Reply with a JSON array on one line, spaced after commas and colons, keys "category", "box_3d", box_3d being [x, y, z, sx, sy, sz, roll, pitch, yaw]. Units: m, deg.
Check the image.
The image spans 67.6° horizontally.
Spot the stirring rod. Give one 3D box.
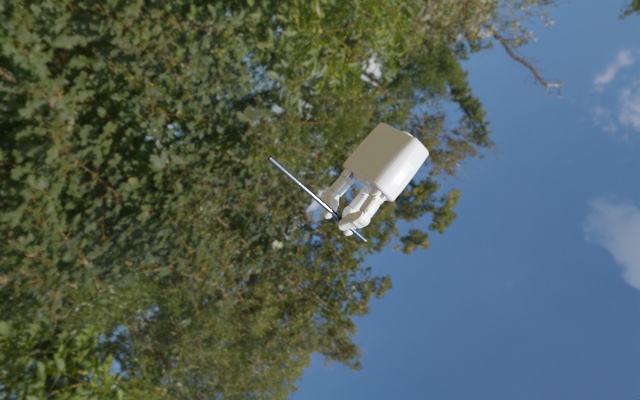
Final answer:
[{"category": "stirring rod", "box_3d": [0.000, 0.003, 0.804, 0.240, 0.011, 0.011, 41, -23, -29]}]
